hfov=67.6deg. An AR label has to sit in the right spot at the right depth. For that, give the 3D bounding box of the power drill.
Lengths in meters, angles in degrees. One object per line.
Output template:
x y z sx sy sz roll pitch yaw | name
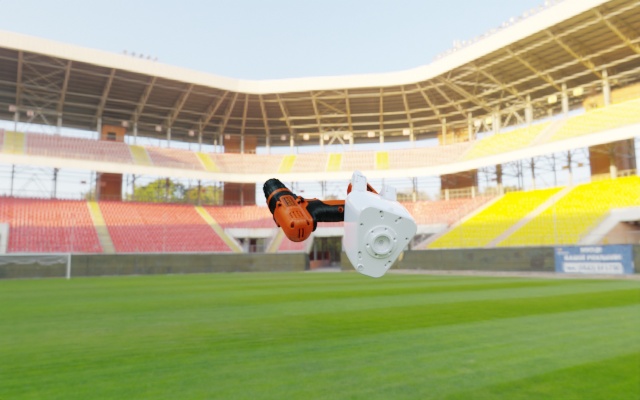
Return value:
0.001 0.003 0.850 0.187 0.057 0.184 -9 32 -18 | power drill
